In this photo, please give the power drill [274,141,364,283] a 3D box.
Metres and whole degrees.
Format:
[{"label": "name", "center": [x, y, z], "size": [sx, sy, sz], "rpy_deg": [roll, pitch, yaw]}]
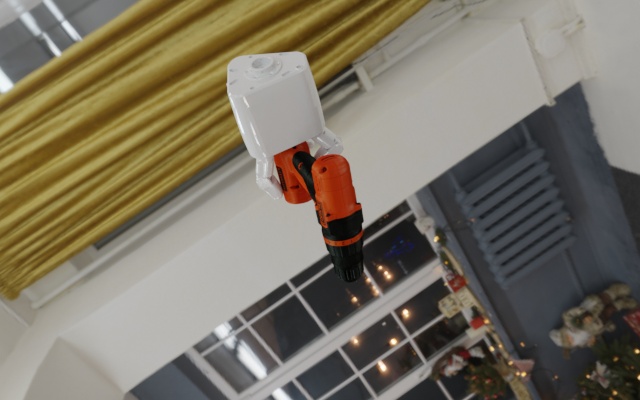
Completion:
[{"label": "power drill", "center": [0.000, 0.002, 0.664], "size": [0.057, 0.184, 0.187], "rpy_deg": [-20, 30, -18]}]
